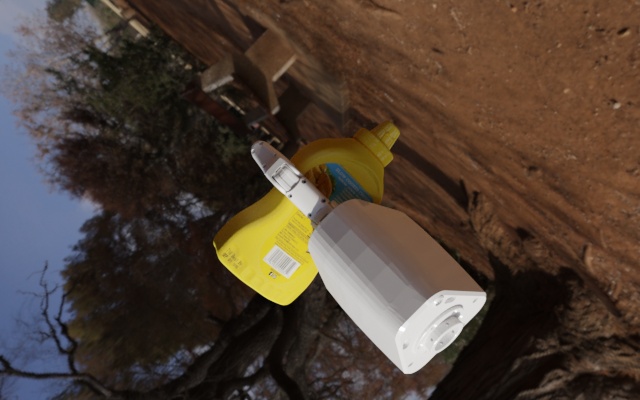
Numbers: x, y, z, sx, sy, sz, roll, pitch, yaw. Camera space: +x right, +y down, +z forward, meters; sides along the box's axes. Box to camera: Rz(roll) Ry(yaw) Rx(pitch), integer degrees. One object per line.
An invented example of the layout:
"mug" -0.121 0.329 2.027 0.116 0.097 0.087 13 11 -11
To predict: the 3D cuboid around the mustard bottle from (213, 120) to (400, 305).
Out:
"mustard bottle" 0.000 0.001 0.437 0.096 0.191 0.058 43 2 -30
